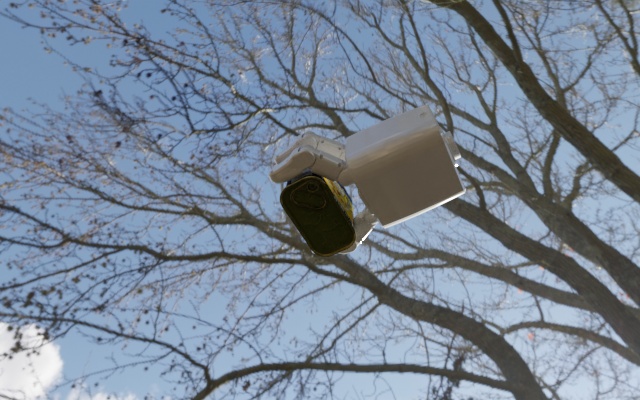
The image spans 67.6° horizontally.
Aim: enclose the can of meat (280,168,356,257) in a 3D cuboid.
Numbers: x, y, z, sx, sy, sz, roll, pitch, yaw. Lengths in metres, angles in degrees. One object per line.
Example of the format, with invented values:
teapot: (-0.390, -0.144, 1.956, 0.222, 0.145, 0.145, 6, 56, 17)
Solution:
can of meat: (0.000, 0.002, 0.574, 0.057, 0.102, 0.084, -26, 22, 16)
